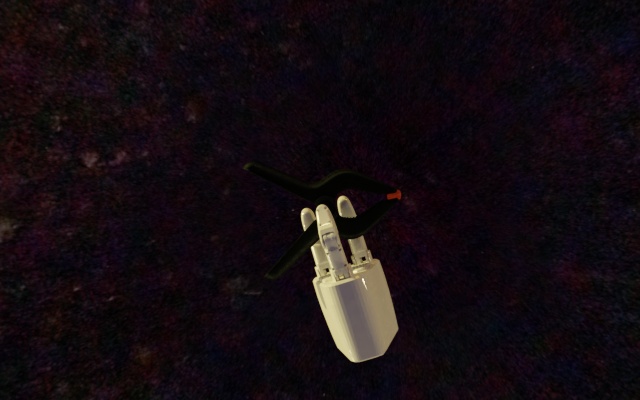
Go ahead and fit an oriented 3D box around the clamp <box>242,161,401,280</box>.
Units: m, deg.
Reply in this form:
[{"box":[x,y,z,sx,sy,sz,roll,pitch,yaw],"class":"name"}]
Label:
[{"box":[0.001,0.002,0.643,0.210,0.164,0.036,-18,3,5],"class":"clamp"}]
